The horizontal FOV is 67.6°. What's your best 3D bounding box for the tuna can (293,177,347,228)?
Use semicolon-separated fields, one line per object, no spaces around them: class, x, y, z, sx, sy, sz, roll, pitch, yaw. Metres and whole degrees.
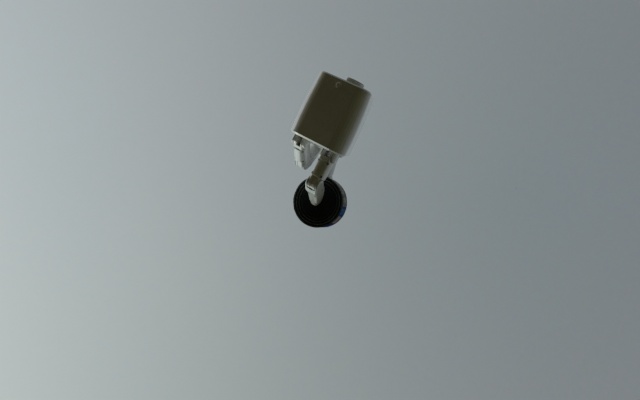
tuna can;0.000;0.003;0.793;0.086;0.086;0.034;0;-3;20
